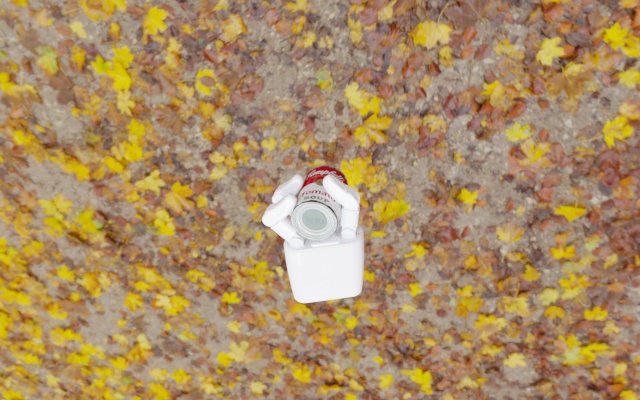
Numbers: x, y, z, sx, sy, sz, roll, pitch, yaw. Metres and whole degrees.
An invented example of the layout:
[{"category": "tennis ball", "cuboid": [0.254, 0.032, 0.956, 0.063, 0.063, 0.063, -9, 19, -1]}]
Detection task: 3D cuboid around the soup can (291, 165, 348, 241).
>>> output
[{"category": "soup can", "cuboid": [0.000, 0.002, 0.693, 0.068, 0.068, 0.102, 0, 32, 13]}]
